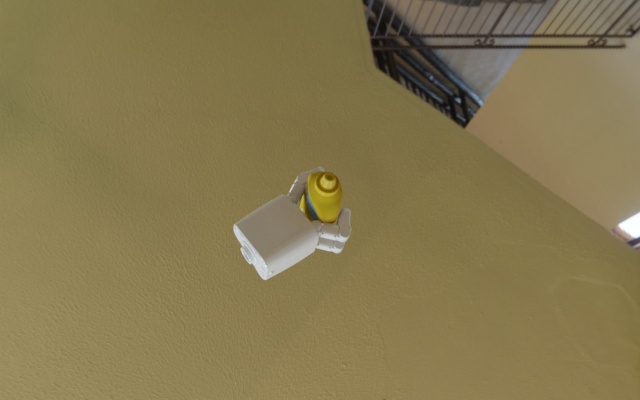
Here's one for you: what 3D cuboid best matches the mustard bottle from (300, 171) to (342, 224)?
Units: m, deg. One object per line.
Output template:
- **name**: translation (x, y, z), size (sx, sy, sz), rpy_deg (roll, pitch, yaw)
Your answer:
- **mustard bottle**: translation (0.000, 0.003, 0.851), size (0.058, 0.096, 0.192), rpy_deg (-7, -24, -12)
